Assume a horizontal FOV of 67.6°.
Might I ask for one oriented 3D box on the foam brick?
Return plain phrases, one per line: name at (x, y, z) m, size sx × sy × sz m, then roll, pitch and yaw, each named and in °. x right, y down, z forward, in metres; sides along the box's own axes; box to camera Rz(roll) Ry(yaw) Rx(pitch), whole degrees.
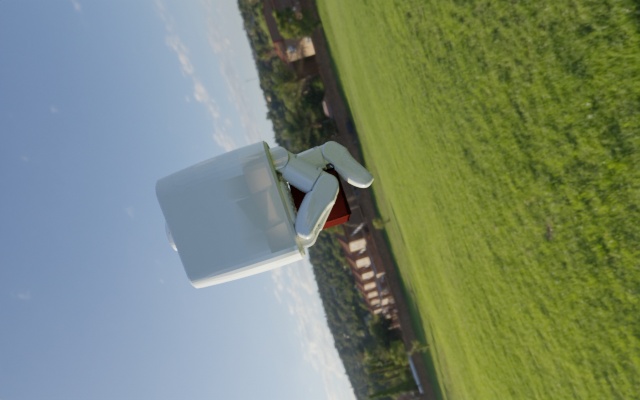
foam brick at (0.000, 0.002, 0.508) m, size 0.051 × 0.053 × 0.078 m, roll -18°, pitch -8°, yaw 0°
